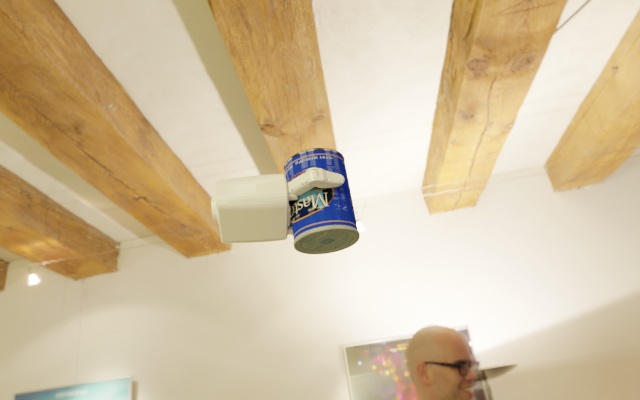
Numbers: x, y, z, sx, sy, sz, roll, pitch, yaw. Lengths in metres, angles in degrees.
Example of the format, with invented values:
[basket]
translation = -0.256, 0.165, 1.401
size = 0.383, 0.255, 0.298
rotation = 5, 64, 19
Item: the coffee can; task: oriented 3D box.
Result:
[coffee can]
translation = 0.000, 0.003, 0.761
size = 0.103, 0.140, 0.103
rotation = -7, -26, -4
